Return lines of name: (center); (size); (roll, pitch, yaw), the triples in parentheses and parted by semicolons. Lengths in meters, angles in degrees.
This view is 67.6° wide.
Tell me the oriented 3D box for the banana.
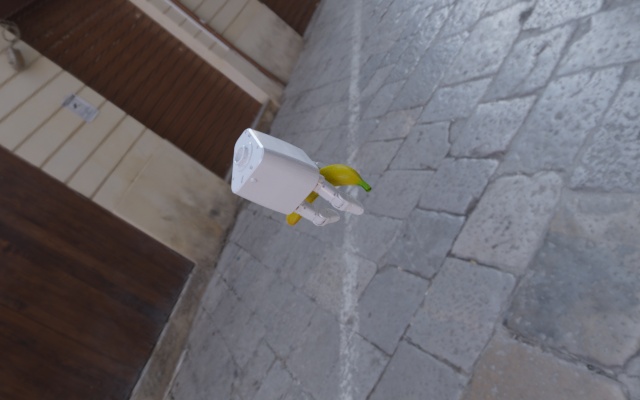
banana: (-0.002, -0.016, 0.830); (0.037, 0.069, 0.198); (1, -20, -46)
